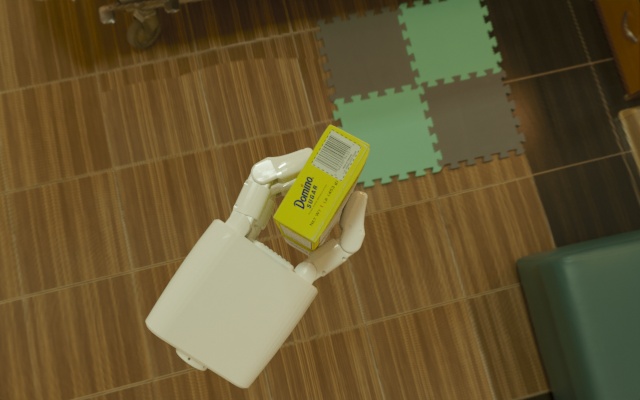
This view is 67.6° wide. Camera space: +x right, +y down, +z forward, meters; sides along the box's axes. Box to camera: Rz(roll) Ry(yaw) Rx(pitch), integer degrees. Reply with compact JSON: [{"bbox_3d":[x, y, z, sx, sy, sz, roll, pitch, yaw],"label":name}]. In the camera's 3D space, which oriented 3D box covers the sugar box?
[{"bbox_3d":[0.000,0.001,0.461,0.048,0.093,0.176,31,-11,2],"label":"sugar box"}]
